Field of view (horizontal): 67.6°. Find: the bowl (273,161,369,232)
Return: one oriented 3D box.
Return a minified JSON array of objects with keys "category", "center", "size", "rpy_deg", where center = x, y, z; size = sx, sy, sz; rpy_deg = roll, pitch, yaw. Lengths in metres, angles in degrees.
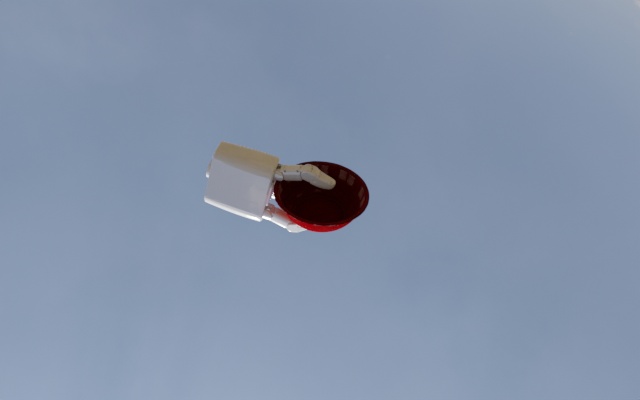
[{"category":"bowl","center":[0.001,0.003,0.816],"size":[0.162,0.055,0.162],"rpy_deg":[3,42,-3]}]
